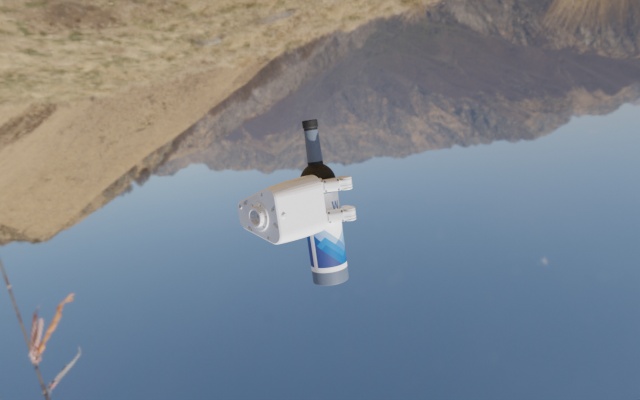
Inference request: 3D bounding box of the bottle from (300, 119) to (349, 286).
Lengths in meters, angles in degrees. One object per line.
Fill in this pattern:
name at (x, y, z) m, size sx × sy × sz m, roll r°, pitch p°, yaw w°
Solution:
bottle at (0.000, 0.003, 0.863) m, size 0.069 × 0.296 × 0.069 m, roll -8°, pitch 9°, yaw 1°
